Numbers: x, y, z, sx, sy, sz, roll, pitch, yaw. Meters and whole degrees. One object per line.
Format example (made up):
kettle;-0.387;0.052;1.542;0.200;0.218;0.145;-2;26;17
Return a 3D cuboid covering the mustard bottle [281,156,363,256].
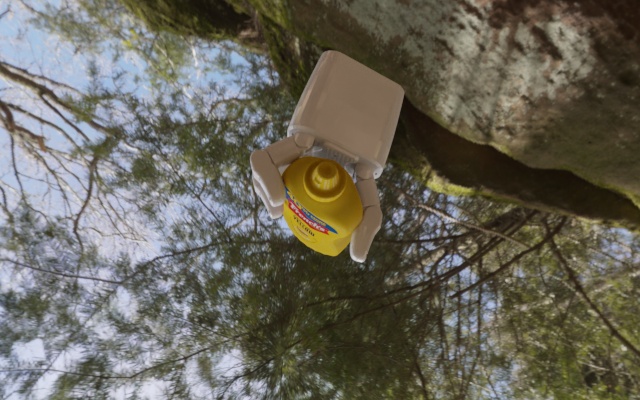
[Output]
mustard bottle;0.000;0.002;0.518;0.096;0.058;0.192;43;-16;10
